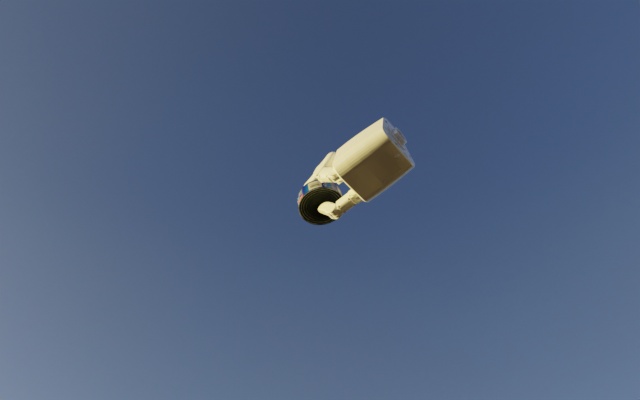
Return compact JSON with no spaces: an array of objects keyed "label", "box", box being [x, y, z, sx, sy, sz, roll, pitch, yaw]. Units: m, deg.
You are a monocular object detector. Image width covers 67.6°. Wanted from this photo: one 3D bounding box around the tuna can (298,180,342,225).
[{"label":"tuna can","box":[0.000,0.003,0.899,0.086,0.086,0.033,0,36,-9]}]
